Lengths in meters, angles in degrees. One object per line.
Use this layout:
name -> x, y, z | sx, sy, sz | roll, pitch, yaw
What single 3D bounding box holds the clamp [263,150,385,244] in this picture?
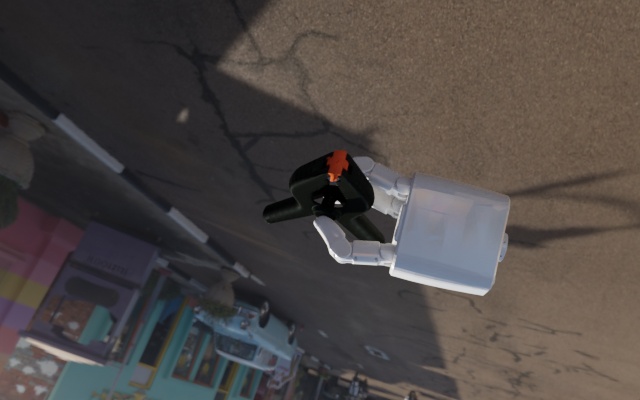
clamp -> 0.000, 0.002, 0.554 | 0.164, 0.036, 0.210 | 11, -23, 8
